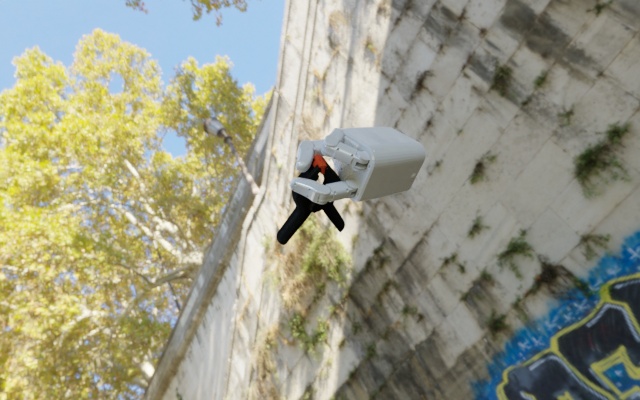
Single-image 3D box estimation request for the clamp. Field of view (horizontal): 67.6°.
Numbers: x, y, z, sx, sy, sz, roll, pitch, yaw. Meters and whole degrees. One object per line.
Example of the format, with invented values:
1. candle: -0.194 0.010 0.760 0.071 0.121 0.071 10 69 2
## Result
1. clamp: 0.000 0.002 0.763 0.120 0.172 0.039 -9 48 -30
